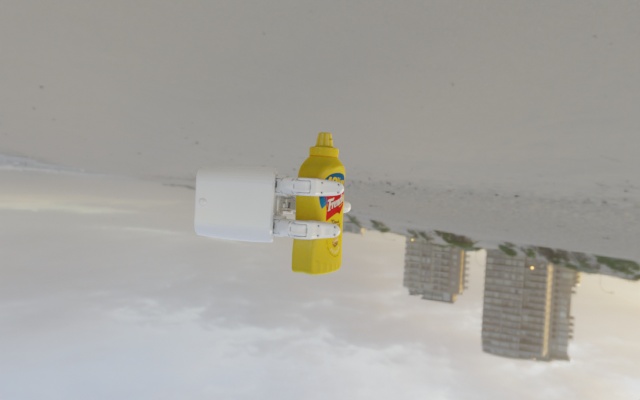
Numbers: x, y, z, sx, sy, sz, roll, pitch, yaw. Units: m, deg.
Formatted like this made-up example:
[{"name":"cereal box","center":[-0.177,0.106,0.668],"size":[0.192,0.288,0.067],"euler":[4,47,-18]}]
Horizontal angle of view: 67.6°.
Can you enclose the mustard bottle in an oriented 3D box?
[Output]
[{"name":"mustard bottle","center":[0.000,0.002,0.663],"size":[0.058,0.191,0.096],"euler":[4,2,28]}]
